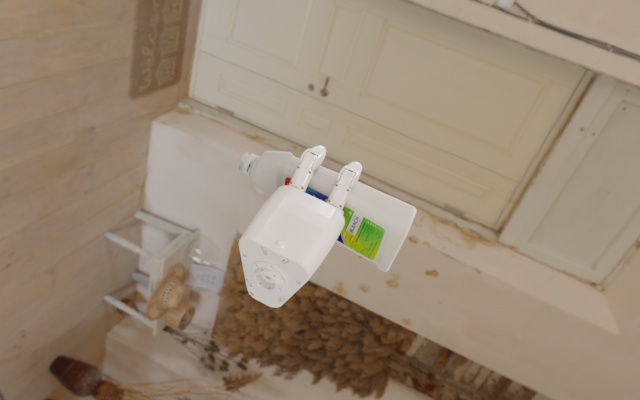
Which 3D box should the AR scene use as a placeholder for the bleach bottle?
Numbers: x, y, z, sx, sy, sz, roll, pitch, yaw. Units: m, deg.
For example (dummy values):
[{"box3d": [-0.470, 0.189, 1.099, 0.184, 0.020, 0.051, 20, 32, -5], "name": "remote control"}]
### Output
[{"box3d": [0.000, 0.002, 0.670, 0.251, 0.103, 0.068, 25, 43, 8], "name": "bleach bottle"}]
